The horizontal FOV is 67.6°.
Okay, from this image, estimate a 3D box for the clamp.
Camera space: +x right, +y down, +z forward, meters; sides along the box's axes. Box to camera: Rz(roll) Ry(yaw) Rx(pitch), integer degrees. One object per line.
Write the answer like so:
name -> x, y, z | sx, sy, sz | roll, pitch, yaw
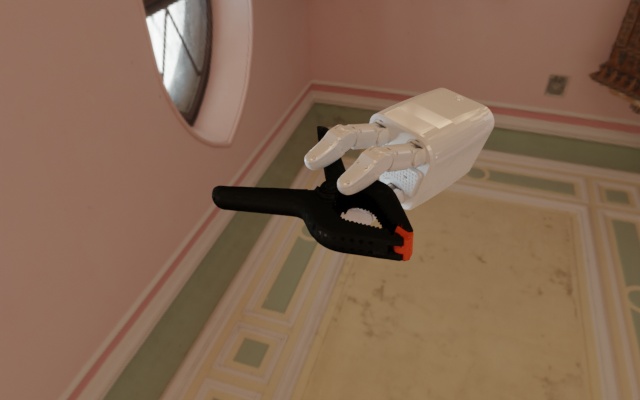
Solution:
clamp -> 0.001, 0.002, 0.480 | 0.164, 0.036, 0.210 | -30, 46, -23
